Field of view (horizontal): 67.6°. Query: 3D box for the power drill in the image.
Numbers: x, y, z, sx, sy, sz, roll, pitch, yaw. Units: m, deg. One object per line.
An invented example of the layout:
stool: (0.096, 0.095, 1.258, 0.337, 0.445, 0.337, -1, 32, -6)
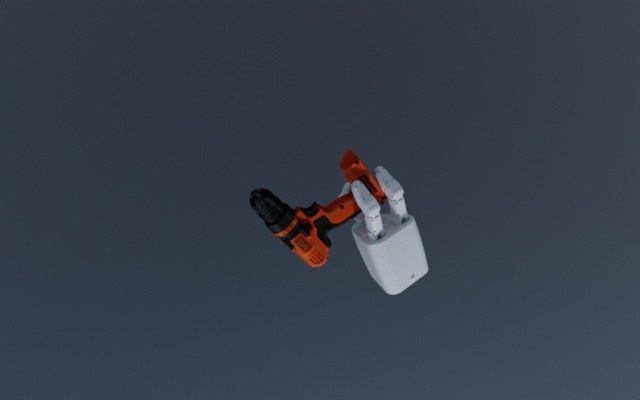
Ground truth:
power drill: (0.001, 0.002, 0.790, 0.187, 0.184, 0.057, -39, 33, 5)
